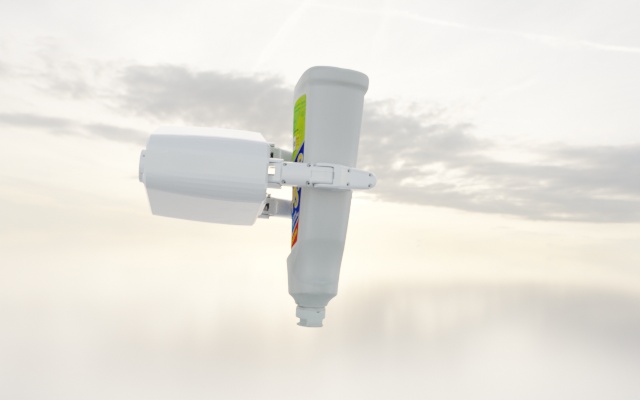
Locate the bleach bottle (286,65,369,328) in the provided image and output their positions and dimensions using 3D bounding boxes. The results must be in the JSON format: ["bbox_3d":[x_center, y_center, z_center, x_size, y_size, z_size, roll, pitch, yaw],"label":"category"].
[{"bbox_3d":[0.000,0.002,0.486,0.068,0.251,0.102,5,-4,-14],"label":"bleach bottle"}]
